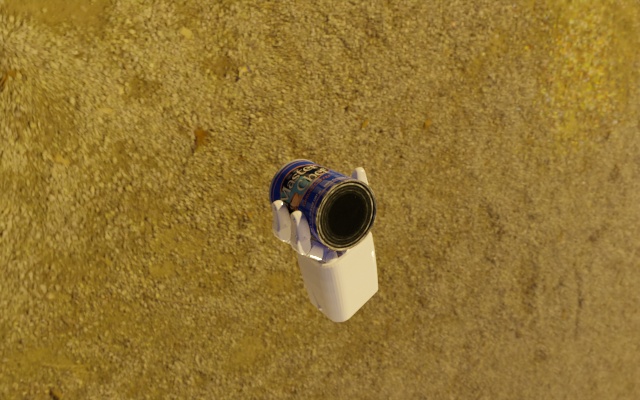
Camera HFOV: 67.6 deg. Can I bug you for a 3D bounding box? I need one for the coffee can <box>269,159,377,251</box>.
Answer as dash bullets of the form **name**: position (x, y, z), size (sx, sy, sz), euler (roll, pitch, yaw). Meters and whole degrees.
- **coffee can**: position (0.000, 0.002, 0.706), size (0.103, 0.103, 0.140), euler (0, 15, -34)
